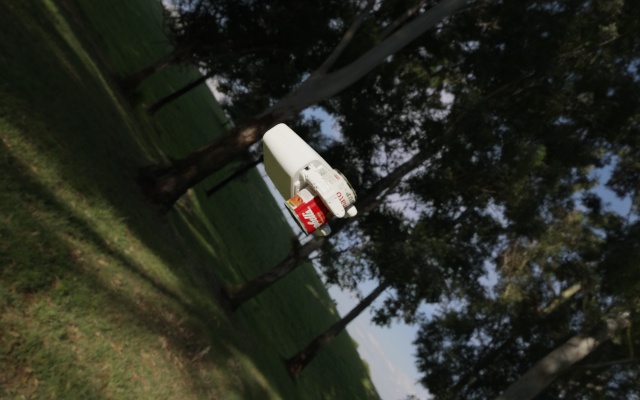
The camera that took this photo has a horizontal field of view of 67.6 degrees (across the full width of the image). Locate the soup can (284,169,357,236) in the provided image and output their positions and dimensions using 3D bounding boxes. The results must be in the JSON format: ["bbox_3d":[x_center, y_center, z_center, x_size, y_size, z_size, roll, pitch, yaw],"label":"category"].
[{"bbox_3d":[0.001,0.003,0.786,0.102,0.068,0.068,-35,6,-9],"label":"soup can"}]
